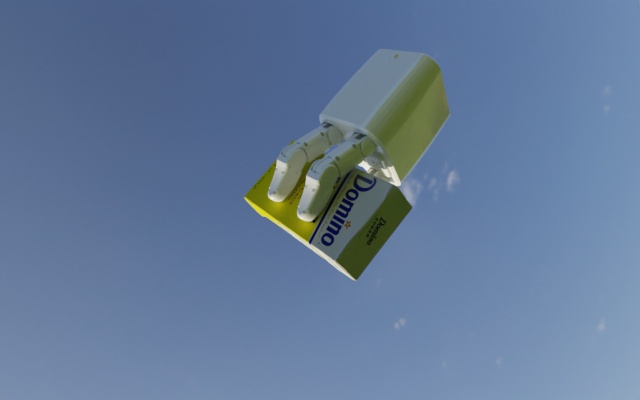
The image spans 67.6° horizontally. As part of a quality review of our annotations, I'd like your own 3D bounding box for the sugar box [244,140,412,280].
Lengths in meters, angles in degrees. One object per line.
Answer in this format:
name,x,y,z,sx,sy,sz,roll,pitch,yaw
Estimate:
sugar box,0.000,0.001,0.502,0.176,0.093,0.048,28,-14,50
